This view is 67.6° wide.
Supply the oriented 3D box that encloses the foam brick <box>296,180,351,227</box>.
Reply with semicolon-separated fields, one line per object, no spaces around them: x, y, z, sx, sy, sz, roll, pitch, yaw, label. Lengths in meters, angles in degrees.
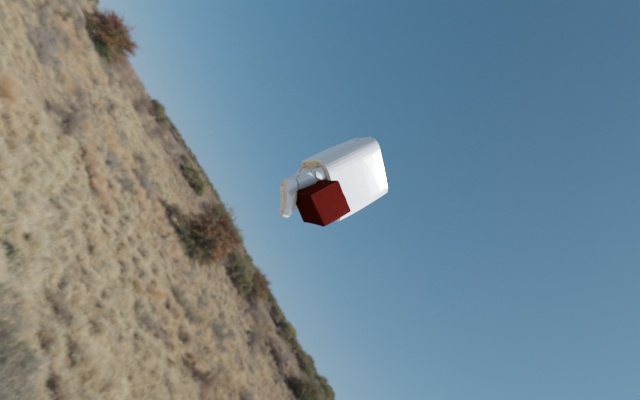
0.000;0.003;0.720;0.051;0.053;0.078;-27;14;-20;foam brick
